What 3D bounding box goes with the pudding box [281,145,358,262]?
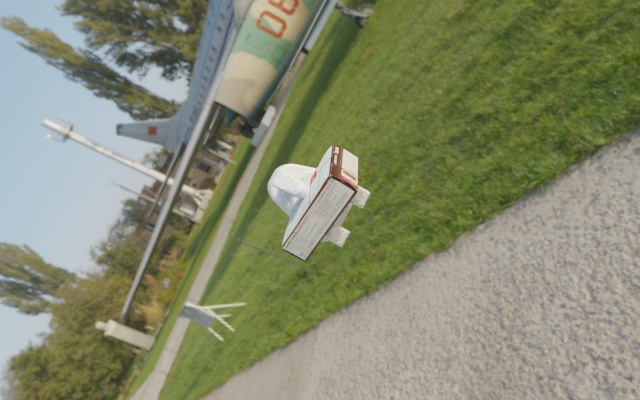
[{"bbox_3d":[0.000,0.002,0.551,0.039,0.113,0.090,27,27,-11],"label":"pudding box"}]
